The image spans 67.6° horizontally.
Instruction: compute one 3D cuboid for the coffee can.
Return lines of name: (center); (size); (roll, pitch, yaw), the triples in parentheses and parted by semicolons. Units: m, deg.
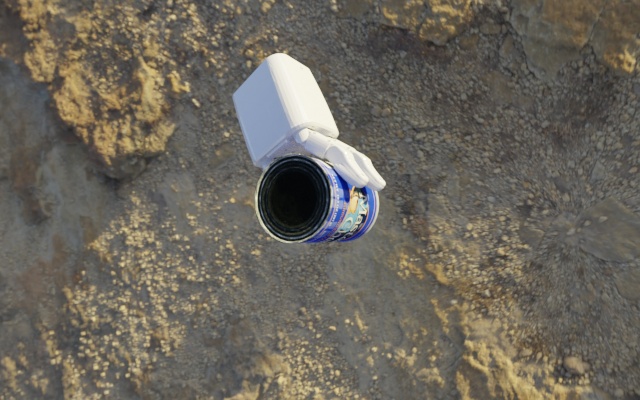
coffee can: (0.000, 0.002, 0.595); (0.103, 0.103, 0.140); (0, -3, 28)
